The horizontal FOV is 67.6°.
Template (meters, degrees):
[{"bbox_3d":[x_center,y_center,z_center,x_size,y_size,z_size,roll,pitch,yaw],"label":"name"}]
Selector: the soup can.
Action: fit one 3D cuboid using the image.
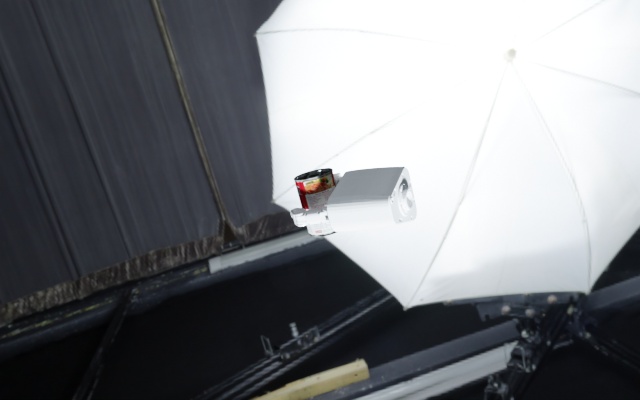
[{"bbox_3d":[0.000,0.003,0.812,0.068,0.102,0.068,-14,14,4],"label":"soup can"}]
